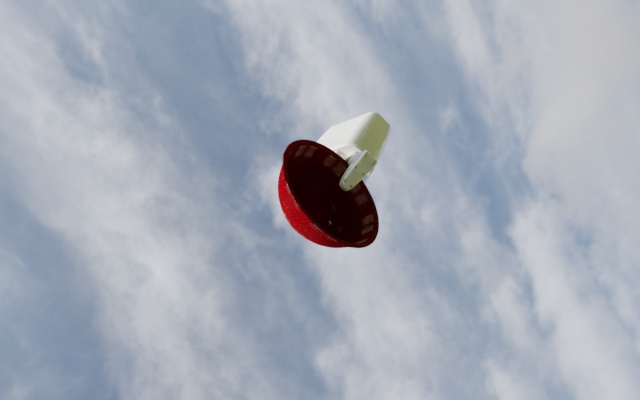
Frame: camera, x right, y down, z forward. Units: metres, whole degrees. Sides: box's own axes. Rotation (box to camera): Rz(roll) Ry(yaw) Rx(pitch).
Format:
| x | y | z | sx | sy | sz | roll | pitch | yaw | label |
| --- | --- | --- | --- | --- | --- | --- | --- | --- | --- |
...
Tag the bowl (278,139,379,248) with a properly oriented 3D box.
| x | y | z | sx | sy | sz | roll | pitch | yaw | label |
| --- | --- | --- | --- | --- | --- | --- | --- | --- | --- |
| -0.001 | 0.003 | 0.611 | 0.055 | 0.162 | 0.162 | -39 | -23 | 32 | bowl |
